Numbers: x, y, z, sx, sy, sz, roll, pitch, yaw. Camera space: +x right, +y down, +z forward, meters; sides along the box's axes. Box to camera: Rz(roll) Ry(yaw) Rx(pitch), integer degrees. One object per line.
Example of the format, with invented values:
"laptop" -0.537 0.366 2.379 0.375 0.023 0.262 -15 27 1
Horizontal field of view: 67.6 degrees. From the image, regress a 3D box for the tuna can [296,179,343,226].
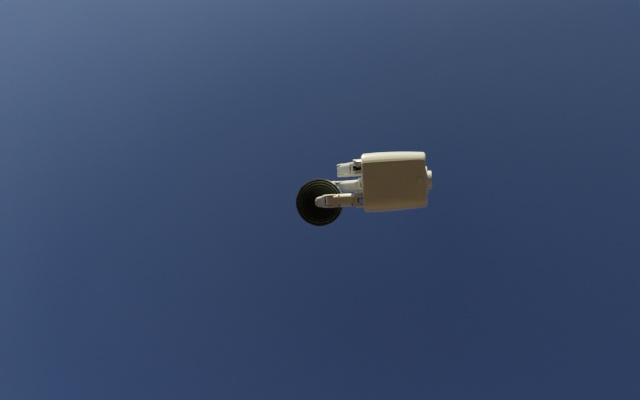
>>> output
"tuna can" 0.000 0.003 0.876 0.086 0.086 0.034 0 2 8
